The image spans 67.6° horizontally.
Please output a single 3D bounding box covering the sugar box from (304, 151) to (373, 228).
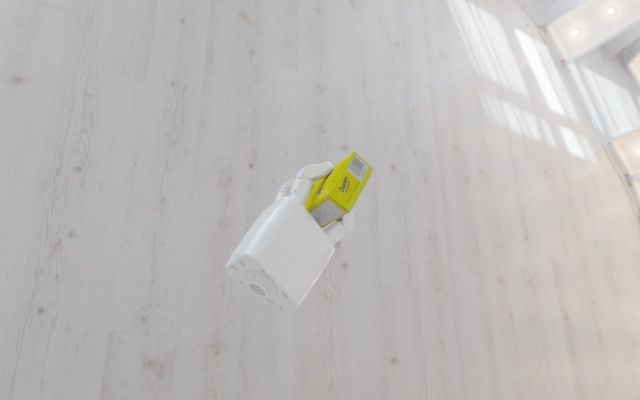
[{"bbox_3d":[0.000,0.002,0.725,0.048,0.093,0.176,41,-37,-13],"label":"sugar box"}]
